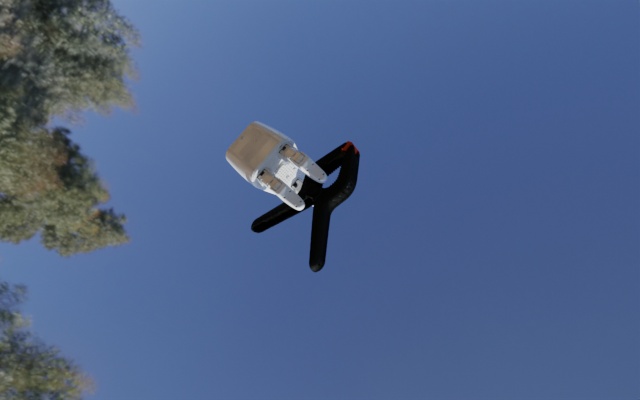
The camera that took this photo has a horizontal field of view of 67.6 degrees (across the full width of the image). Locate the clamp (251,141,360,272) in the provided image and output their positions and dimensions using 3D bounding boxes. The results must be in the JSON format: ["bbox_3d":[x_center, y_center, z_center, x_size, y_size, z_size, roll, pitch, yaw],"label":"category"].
[{"bbox_3d":[0.001,0.002,0.742,0.164,0.210,0.036,36,-6,42],"label":"clamp"}]
